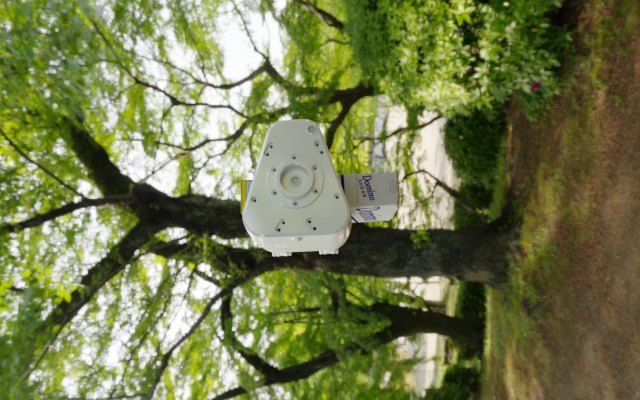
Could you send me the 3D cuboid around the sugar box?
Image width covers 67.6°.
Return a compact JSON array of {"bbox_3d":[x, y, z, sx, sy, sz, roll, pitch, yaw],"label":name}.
[{"bbox_3d":[0.000,0.002,0.567,0.176,0.048,0.093,-1,-14,1],"label":"sugar box"}]
